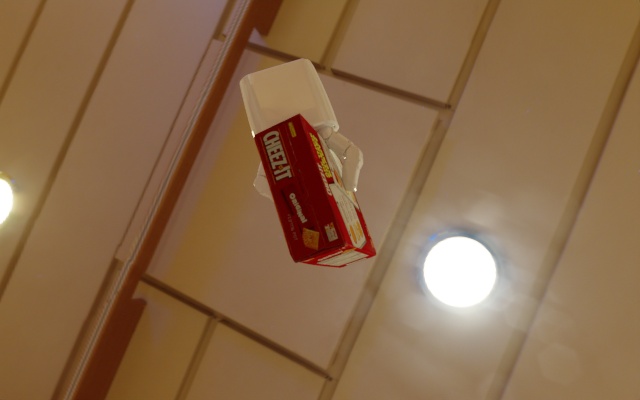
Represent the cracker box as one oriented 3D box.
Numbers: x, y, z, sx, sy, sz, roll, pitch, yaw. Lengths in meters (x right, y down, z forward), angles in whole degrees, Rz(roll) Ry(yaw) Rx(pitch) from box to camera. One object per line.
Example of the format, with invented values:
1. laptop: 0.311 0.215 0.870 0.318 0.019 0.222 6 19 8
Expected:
1. cracker box: 0.000 0.002 0.633 0.072 0.164 0.214 -22 -14 11
